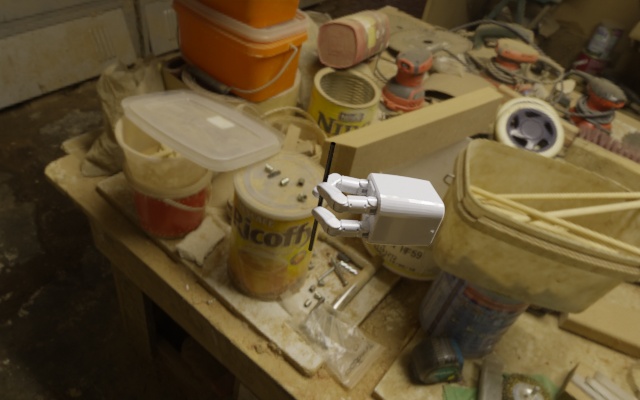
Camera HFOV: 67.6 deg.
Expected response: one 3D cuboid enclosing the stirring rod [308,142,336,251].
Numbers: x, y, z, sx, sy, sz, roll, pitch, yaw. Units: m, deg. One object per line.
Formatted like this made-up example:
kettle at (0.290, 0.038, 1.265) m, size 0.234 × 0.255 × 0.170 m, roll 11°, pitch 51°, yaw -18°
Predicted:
stirring rod at (0.000, 0.003, 0.778) m, size 0.011 × 0.240 × 0.011 m, roll 6°, pitch 44°, yaw -6°
